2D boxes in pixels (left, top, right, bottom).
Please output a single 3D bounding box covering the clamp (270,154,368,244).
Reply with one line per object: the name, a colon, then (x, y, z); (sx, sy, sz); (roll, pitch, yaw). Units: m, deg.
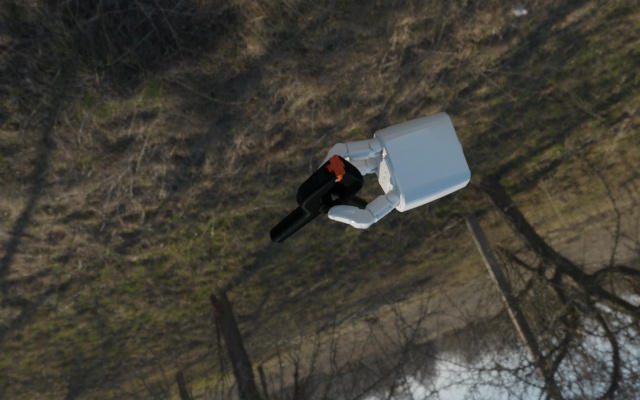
clamp: (0.001, 0.003, 0.669); (0.164, 0.036, 0.210); (-21, -19, -8)
